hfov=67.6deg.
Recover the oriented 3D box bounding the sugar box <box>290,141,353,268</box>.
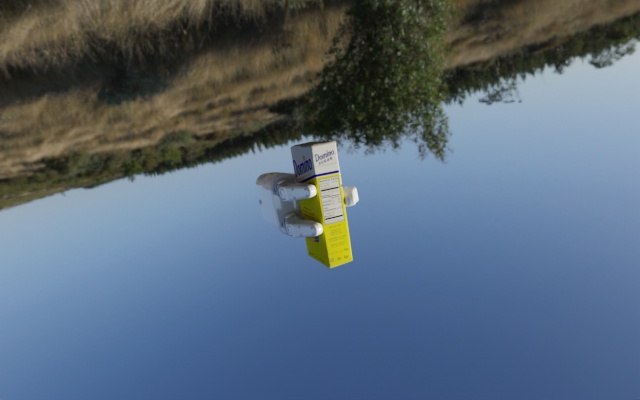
[{"bbox_3d":[0.000,0.003,0.704,0.048,0.176,0.093,-15,11,-20],"label":"sugar box"}]
